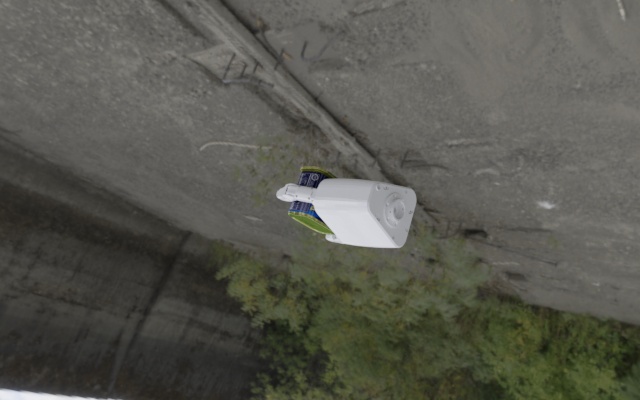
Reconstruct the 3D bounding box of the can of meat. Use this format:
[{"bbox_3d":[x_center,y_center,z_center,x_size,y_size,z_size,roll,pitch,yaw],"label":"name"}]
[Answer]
[{"bbox_3d":[0.000,0.003,0.796,0.057,0.084,0.102,4,-20,43],"label":"can of meat"}]
